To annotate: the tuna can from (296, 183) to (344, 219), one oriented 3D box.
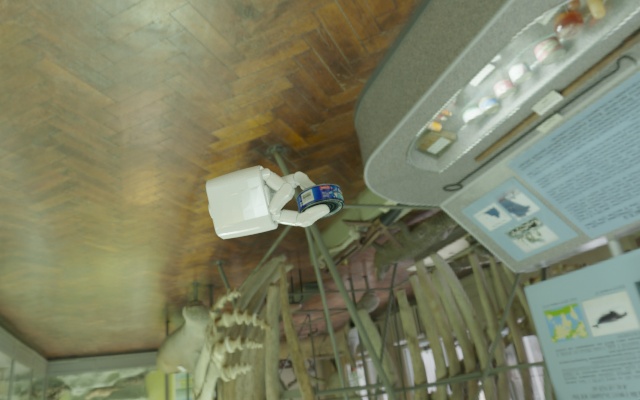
[{"bbox_3d":[0.000,0.003,0.881,0.086,0.033,0.086,-12,-23,-5],"label":"tuna can"}]
